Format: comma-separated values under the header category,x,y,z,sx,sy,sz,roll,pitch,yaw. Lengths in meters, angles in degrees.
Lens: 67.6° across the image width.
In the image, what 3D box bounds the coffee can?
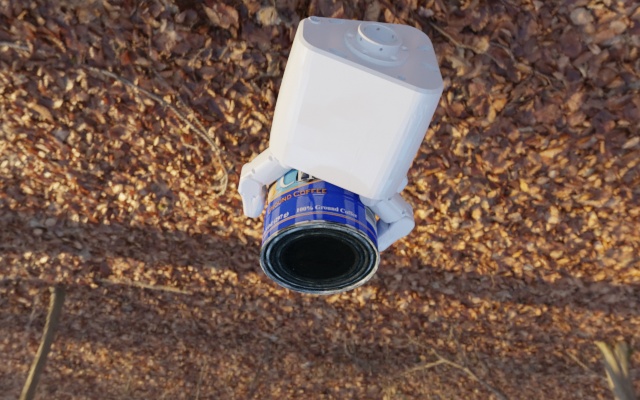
category,x,y,z,sx,sy,sz,roll,pitch,yaw
coffee can,0.000,0.001,0.451,0.103,0.140,0.103,0,-43,0
